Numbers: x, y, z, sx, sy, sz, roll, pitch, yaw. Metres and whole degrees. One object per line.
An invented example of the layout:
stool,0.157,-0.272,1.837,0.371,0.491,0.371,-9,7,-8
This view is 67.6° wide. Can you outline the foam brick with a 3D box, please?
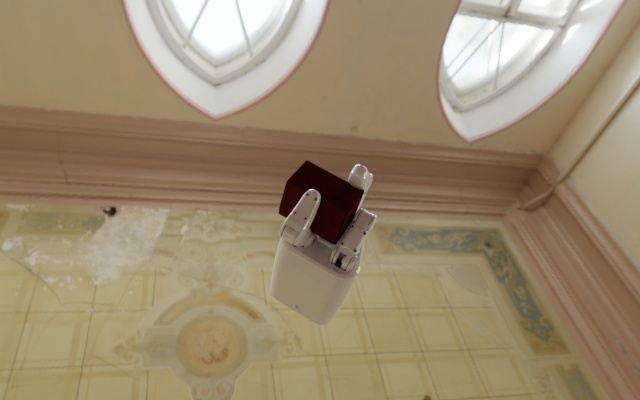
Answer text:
foam brick,0.000,0.002,0.543,0.078,0.051,0.053,29,41,11
